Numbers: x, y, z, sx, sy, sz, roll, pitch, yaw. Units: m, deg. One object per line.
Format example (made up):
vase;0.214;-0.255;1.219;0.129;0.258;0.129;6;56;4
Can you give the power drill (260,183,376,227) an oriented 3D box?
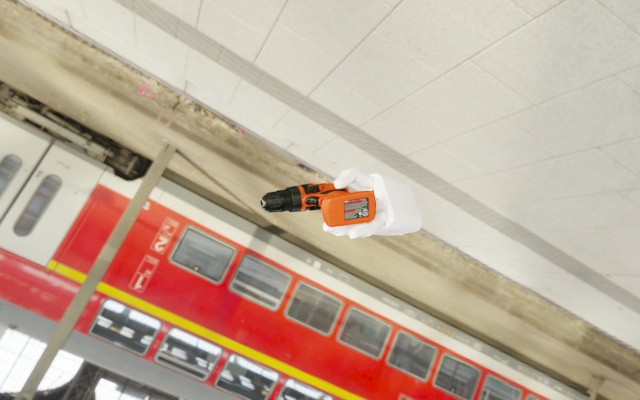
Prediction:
power drill;0.001;0.003;0.882;0.184;0.057;0.187;-10;14;-25
